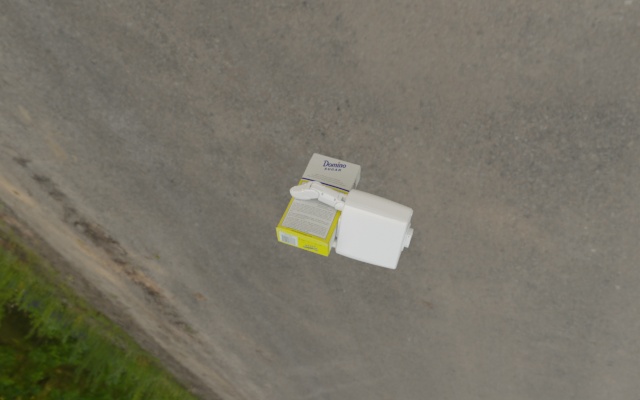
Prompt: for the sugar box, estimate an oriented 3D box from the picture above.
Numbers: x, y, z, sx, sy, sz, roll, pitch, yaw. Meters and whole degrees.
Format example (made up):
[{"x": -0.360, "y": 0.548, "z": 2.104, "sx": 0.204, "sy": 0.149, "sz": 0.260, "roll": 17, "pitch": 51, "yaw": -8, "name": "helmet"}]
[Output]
[{"x": 0.000, "y": 0.003, "z": 0.827, "sx": 0.093, "sy": 0.176, "sz": 0.048, "roll": 17, "pitch": -37, "yaw": 12, "name": "sugar box"}]
